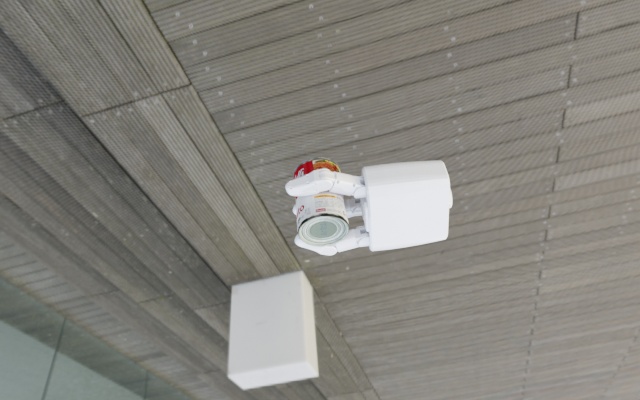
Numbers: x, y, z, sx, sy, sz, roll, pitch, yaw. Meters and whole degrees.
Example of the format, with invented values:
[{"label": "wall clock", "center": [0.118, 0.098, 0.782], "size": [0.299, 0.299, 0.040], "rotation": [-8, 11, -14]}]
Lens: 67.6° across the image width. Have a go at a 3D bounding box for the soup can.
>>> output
[{"label": "soup can", "center": [0.000, 0.002, 0.637], "size": [0.068, 0.102, 0.069], "rotation": [-4, -41, -3]}]
